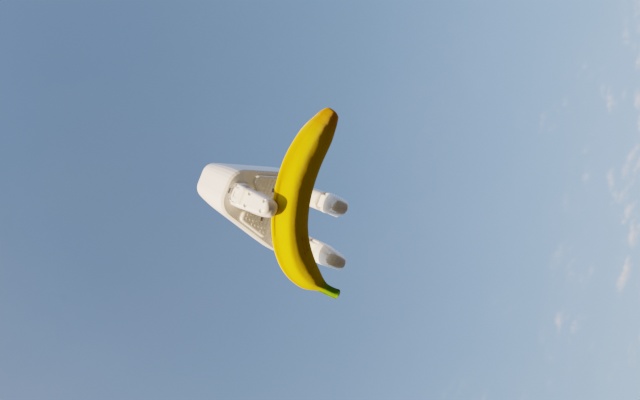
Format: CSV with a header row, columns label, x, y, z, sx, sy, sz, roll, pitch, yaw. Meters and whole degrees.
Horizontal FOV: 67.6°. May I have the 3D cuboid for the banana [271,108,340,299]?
label,x,y,z,sx,sy,sz,roll,pitch,yaw
banana,-0.017,0.007,0.482,0.069,0.198,0.037,-6,13,-26
